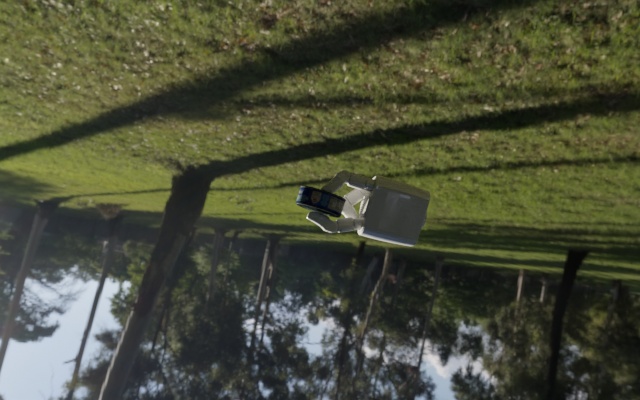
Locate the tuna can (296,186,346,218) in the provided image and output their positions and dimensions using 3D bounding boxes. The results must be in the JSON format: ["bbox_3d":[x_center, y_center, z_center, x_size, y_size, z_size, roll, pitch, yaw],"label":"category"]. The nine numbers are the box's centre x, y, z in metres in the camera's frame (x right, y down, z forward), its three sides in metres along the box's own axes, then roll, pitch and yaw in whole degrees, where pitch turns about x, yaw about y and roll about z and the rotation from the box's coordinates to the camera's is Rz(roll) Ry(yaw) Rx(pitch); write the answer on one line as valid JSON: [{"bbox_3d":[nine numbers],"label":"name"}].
[{"bbox_3d":[0.000,0.003,0.855,0.086,0.033,0.086,17,-7,2],"label":"tuna can"}]
